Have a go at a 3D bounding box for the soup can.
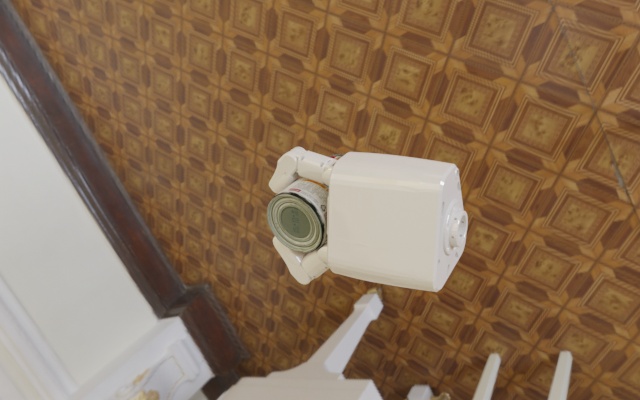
[{"bbox_3d":[-0.001,0.002,0.499,0.068,0.068,0.102,0,26,35],"label":"soup can"}]
